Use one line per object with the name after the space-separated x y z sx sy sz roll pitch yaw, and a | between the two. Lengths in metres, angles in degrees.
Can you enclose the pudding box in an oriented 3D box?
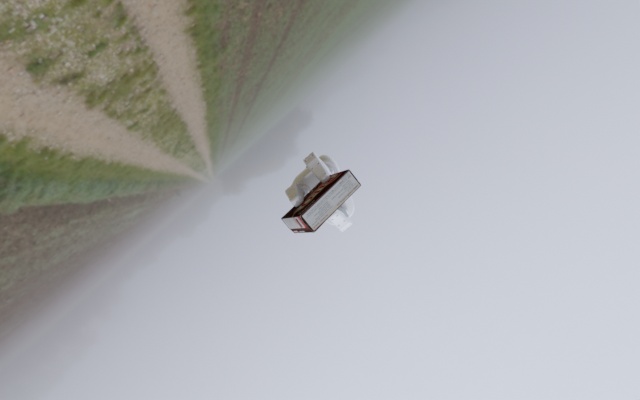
0.000 0.003 0.756 0.113 0.039 0.090 -46 12 -19 | pudding box
